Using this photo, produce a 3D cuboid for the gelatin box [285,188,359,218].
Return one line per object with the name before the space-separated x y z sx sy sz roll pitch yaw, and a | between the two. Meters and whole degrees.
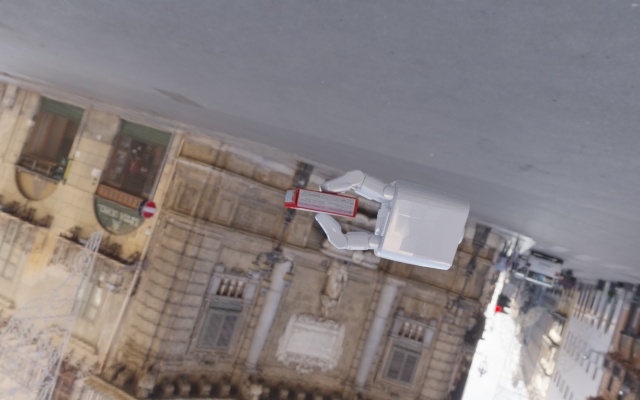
gelatin box | 0.000 0.003 0.677 0.089 0.030 0.073 9 -2 -15
